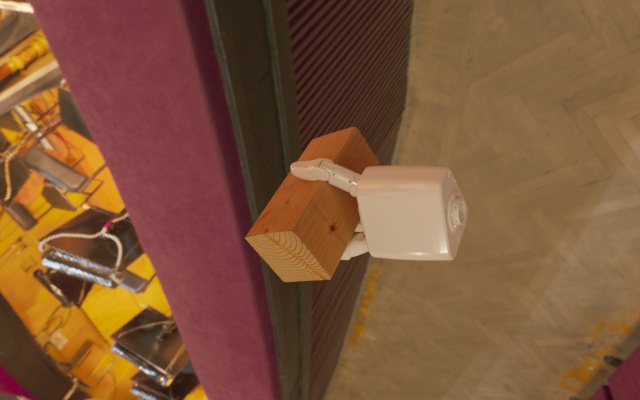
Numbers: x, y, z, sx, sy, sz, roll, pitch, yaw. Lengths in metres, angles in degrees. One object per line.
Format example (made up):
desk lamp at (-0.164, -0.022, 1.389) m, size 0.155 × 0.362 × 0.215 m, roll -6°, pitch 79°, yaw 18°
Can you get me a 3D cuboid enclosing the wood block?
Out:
wood block at (0.000, 0.002, 0.660) m, size 0.090 × 0.091 × 0.206 m, roll -11°, pitch 36°, yaw 41°
